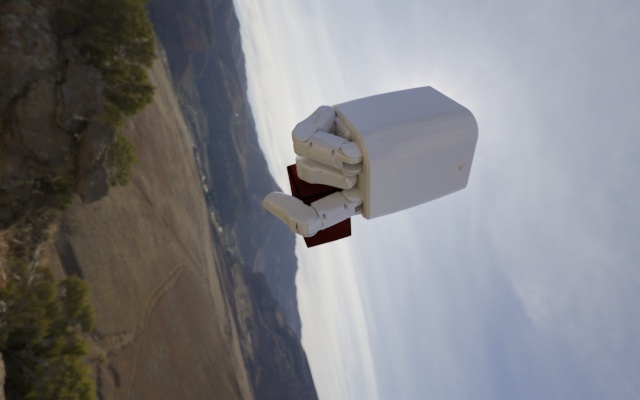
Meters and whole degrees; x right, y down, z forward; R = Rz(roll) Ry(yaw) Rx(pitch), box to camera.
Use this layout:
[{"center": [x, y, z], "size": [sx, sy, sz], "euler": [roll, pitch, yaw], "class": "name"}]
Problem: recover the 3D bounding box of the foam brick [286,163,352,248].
[{"center": [0.000, 0.002, 0.491], "size": [0.051, 0.053, 0.078], "euler": [-15, -41, -8], "class": "foam brick"}]
